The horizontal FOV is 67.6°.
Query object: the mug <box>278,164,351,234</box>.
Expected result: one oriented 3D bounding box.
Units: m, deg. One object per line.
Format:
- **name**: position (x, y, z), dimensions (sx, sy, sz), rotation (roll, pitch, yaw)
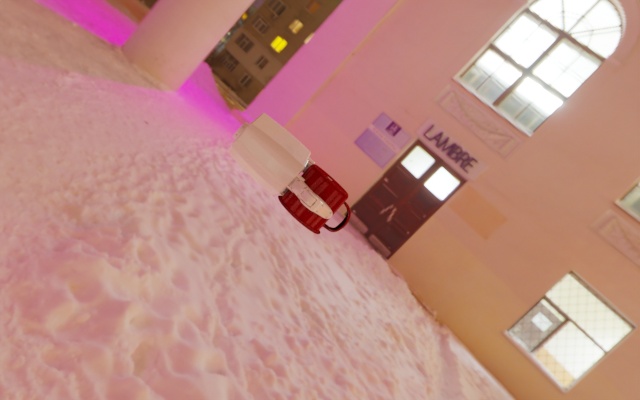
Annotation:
- **mug**: position (0.001, 0.003, 0.785), dimensions (0.117, 0.081, 0.093), rotation (41, 7, -11)
